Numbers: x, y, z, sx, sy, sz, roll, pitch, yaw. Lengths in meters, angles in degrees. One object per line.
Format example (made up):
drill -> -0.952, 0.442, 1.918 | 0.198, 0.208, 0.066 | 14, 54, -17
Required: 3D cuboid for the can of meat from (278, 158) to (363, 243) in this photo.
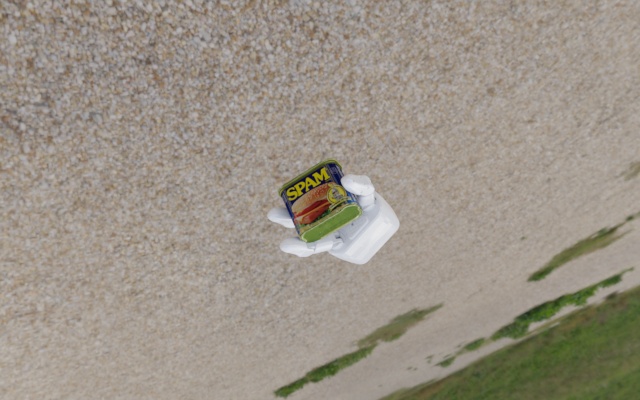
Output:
can of meat -> 0.000, 0.002, 0.692 | 0.102, 0.084, 0.057 | -31, -28, 11
